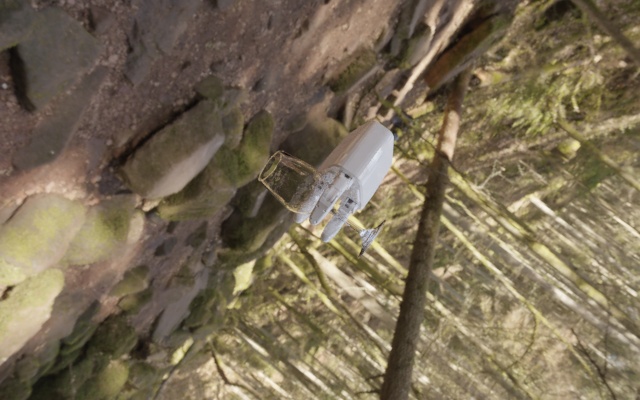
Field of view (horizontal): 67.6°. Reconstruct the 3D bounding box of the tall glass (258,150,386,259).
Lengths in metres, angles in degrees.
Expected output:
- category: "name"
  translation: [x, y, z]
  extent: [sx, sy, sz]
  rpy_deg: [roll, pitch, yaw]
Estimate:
- category: "tall glass"
  translation: [0.001, 0.003, 0.751]
  extent: [0.201, 0.079, 0.079]
  rpy_deg: [36, 3, 4]
